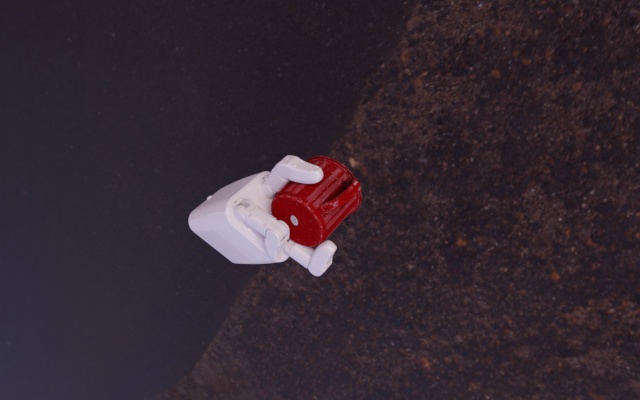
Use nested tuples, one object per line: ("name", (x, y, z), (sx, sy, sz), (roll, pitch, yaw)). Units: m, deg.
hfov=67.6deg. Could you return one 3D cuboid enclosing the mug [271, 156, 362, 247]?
("mug", (0.001, 0.002, 0.590), (0.117, 0.093, 0.081), (-14, 25, 47))
